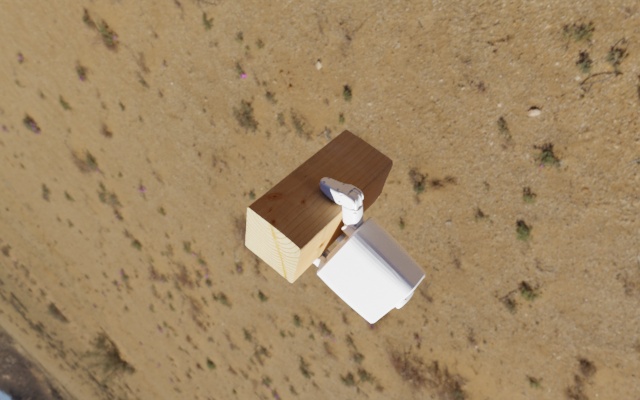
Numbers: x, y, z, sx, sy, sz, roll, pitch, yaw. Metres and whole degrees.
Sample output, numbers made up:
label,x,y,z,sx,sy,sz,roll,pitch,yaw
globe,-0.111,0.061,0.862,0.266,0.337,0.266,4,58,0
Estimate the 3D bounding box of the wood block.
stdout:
label,x,y,z,sx,sy,sz,roll,pitch,yaw
wood block,0.000,0.002,0.666,0.090,0.091,0.206,37,54,17
